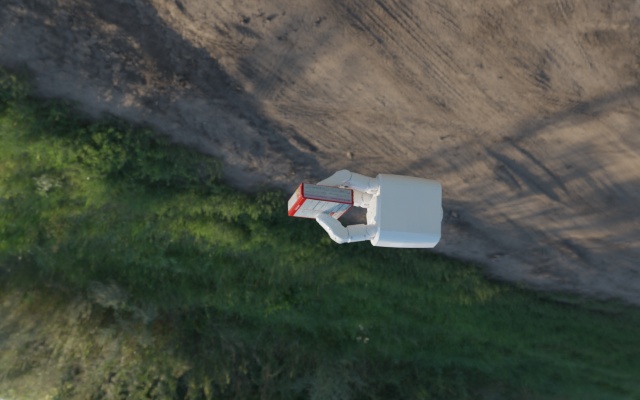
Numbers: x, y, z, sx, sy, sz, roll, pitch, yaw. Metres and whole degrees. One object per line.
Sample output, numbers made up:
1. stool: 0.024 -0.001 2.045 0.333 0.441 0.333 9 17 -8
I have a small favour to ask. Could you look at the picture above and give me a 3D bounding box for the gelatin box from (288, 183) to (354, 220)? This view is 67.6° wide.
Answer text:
1. gelatin box: 0.000 0.003 0.771 0.089 0.030 0.073 6 -25 -20
